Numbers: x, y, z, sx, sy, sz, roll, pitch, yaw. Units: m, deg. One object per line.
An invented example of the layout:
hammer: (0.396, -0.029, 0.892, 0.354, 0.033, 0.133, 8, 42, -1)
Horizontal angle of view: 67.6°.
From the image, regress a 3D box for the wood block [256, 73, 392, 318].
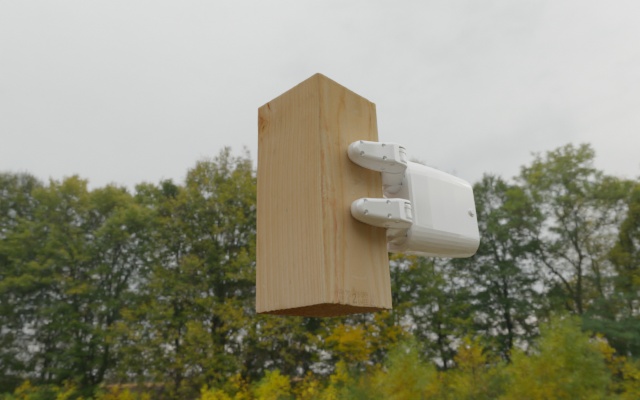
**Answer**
wood block: (0.000, 0.002, 0.456, 0.090, 0.206, 0.091, 16, -26, -43)
